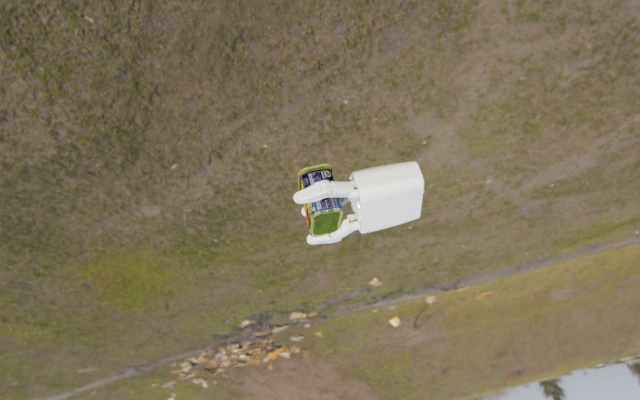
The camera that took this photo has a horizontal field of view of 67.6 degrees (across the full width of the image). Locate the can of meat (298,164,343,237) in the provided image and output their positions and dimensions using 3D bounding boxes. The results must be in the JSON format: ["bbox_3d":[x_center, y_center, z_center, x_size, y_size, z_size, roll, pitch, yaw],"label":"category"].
[{"bbox_3d":[0.000,0.003,0.786,0.057,0.084,0.102,-11,-24,-8],"label":"can of meat"}]
